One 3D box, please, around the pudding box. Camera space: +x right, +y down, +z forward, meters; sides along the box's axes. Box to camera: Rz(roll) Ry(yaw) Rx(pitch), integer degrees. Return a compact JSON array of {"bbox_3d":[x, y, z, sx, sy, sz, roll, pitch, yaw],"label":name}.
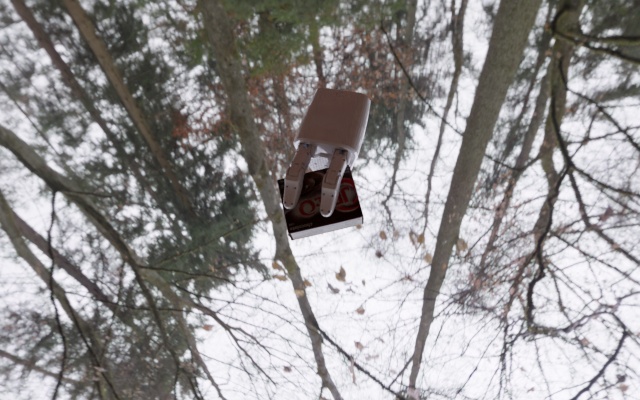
[{"bbox_3d":[0.000,0.002,0.705,0.113,0.090,0.039,-15,-26,2],"label":"pudding box"}]
